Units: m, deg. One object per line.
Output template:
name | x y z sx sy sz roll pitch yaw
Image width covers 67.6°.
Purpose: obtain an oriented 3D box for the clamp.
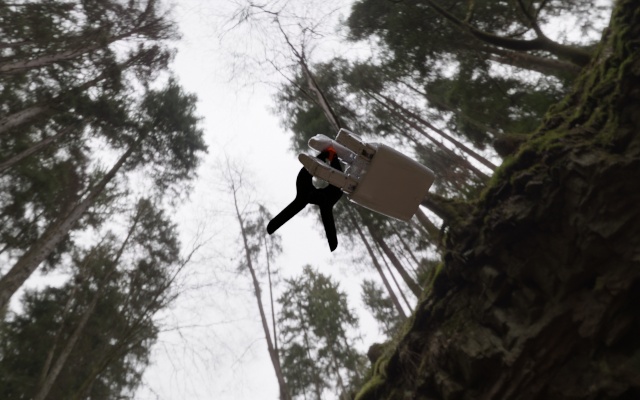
clamp | 0.000 0.002 0.766 0.120 0.171 0.039 24 17 -17
